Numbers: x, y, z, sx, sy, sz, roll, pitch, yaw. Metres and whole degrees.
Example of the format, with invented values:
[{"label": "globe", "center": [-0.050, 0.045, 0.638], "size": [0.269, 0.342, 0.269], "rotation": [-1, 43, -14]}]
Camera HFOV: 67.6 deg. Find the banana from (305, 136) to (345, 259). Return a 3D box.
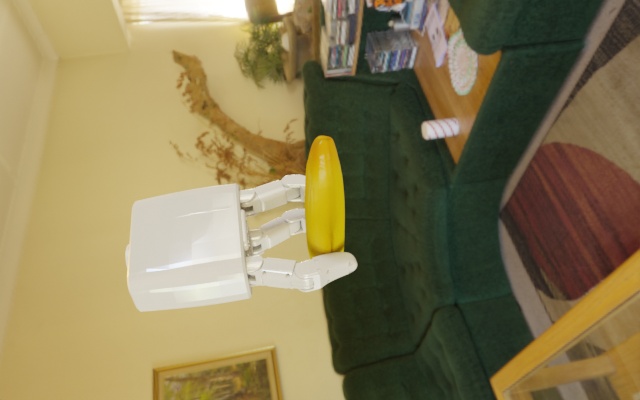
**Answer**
[{"label": "banana", "center": [0.003, 0.019, 0.462], "size": [0.037, 0.069, 0.198], "rotation": [-7, -27, -3]}]
